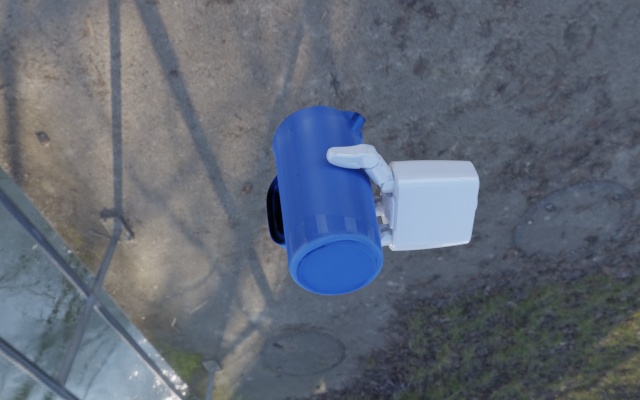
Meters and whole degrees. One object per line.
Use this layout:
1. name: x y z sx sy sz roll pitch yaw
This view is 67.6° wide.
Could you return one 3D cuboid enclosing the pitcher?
1. pitcher: 0.000 0.002 0.623 0.145 0.149 0.242 -2 43 -5
